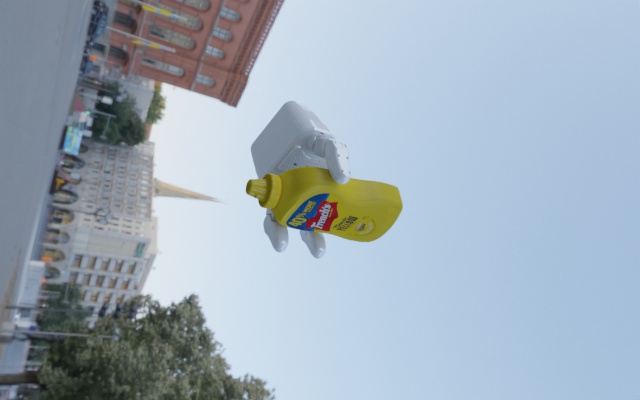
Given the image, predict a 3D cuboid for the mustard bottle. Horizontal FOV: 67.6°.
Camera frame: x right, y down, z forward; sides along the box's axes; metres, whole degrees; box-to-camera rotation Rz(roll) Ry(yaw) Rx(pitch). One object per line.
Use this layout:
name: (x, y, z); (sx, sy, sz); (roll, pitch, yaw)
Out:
mustard bottle: (0.000, 0.002, 0.588); (0.191, 0.058, 0.096); (13, -39, -28)
